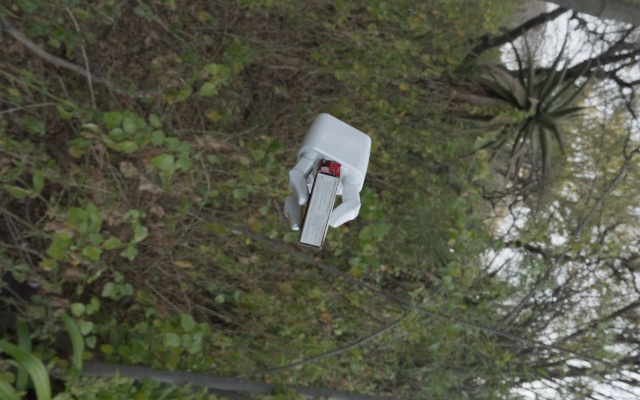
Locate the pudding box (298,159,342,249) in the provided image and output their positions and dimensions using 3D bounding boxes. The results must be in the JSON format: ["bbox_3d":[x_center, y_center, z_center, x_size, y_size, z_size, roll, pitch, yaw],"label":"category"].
[{"bbox_3d":[0.000,0.002,0.703,0.039,0.113,0.090,13,16,1],"label":"pudding box"}]
